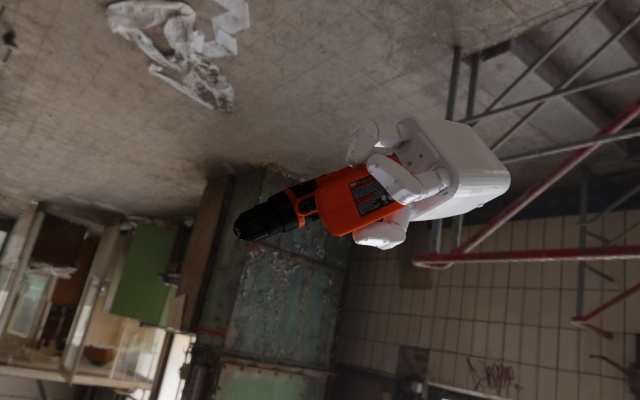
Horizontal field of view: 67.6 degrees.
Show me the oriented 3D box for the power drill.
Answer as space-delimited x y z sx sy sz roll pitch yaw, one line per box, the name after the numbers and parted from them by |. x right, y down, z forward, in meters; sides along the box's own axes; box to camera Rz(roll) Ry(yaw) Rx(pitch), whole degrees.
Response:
0.001 0.002 0.543 0.184 0.057 0.187 -25 9 -20 | power drill
